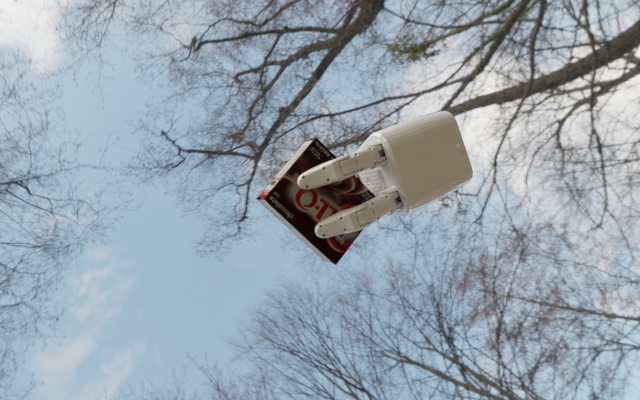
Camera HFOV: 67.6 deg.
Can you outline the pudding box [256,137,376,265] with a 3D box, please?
[{"bbox_3d":[0.000,0.002,0.528,0.113,0.090,0.039,43,-17,-15],"label":"pudding box"}]
